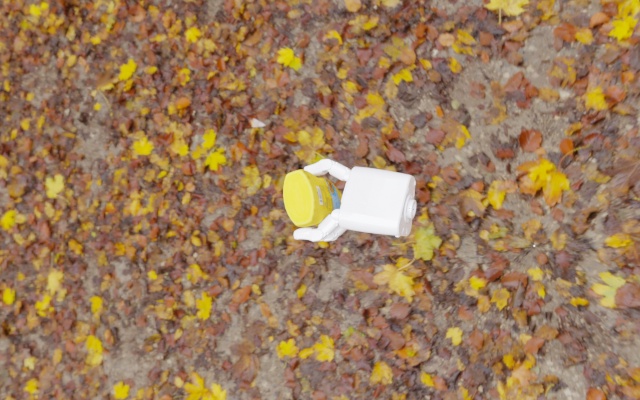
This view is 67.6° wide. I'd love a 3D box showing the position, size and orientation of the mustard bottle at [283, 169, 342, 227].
[{"bbox_3d":[0.000,0.003,0.887,0.058,0.096,0.191,-17,-11,21],"label":"mustard bottle"}]
